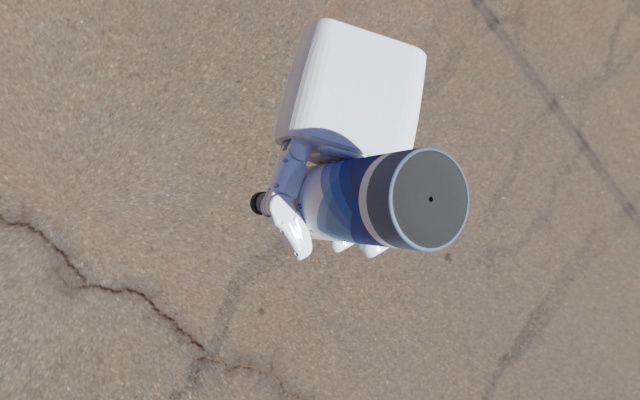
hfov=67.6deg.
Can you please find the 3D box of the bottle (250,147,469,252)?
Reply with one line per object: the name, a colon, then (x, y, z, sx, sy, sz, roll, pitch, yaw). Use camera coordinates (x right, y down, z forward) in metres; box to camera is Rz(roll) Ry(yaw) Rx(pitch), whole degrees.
bottle: (0.000, 0.001, 0.429, 0.069, 0.069, 0.295, 0, -1, -28)
